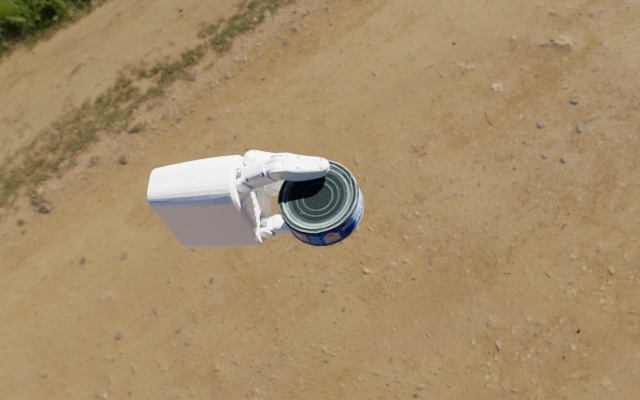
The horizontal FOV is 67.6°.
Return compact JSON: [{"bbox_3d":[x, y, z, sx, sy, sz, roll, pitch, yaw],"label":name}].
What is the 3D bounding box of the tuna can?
[{"bbox_3d":[0.000,0.001,0.492,0.086,0.086,0.034,0,-26,15],"label":"tuna can"}]
